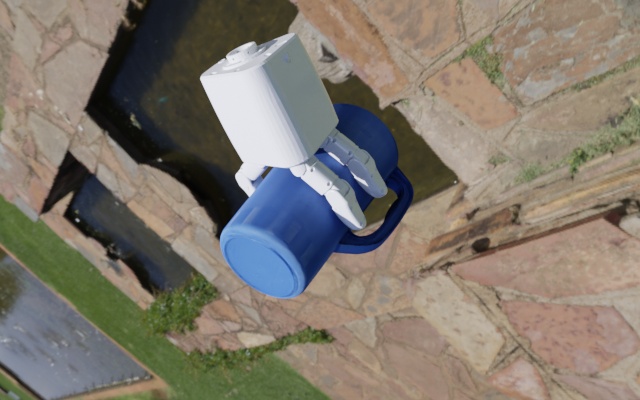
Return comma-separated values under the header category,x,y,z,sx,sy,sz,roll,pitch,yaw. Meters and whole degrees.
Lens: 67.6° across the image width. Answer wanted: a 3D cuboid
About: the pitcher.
category,x,y,z,sx,sy,sz,roll,pitch,yaw
pitcher,0.000,0.002,0.574,0.149,0.145,0.242,-3,36,37
